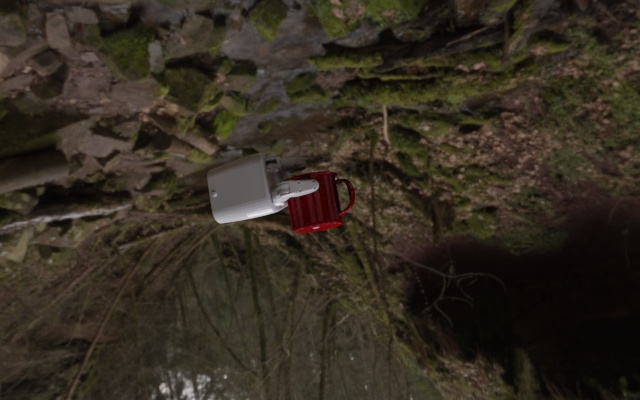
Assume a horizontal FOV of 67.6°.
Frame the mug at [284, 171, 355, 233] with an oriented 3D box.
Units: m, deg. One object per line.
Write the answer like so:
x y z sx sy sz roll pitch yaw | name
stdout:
0.002 0.002 0.755 0.117 0.081 0.093 -14 -10 20 | mug
